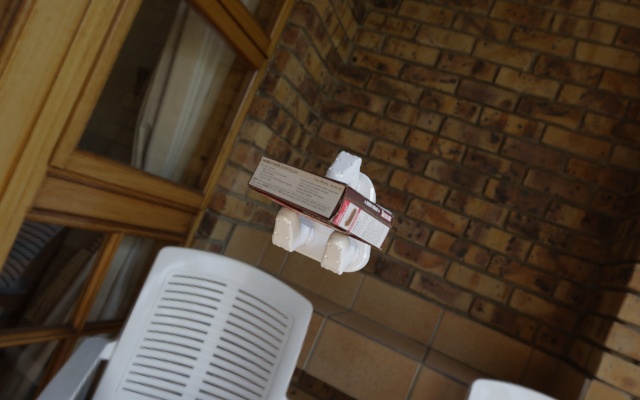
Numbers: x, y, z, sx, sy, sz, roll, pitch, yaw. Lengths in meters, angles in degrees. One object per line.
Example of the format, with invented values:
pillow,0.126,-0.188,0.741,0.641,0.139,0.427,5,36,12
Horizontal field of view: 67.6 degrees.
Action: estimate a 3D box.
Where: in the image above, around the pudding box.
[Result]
pudding box,0.000,0.001,0.448,0.113,0.039,0.090,19,-7,40
